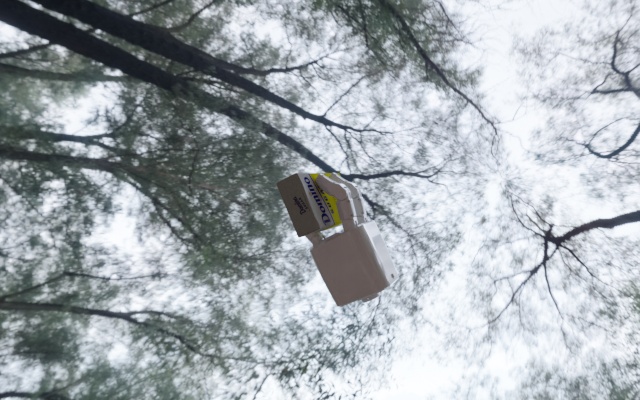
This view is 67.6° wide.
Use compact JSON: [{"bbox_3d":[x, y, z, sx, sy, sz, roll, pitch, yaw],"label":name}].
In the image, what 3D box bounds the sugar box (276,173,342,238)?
[{"bbox_3d":[0.001,0.002,0.787,0.048,0.093,0.176,-25,-6,20],"label":"sugar box"}]
